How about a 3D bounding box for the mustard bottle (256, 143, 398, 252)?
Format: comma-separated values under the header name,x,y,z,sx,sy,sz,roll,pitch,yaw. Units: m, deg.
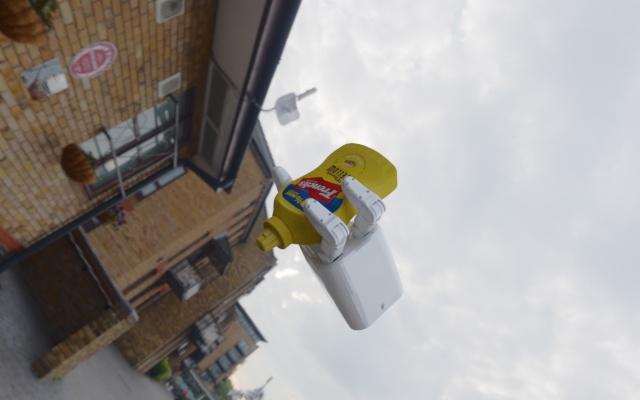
name,x,y,z,sx,sy,sz,roll,pitch,yaw
mustard bottle,0.000,0.002,0.589,0.191,0.058,0.096,-36,50,-25
